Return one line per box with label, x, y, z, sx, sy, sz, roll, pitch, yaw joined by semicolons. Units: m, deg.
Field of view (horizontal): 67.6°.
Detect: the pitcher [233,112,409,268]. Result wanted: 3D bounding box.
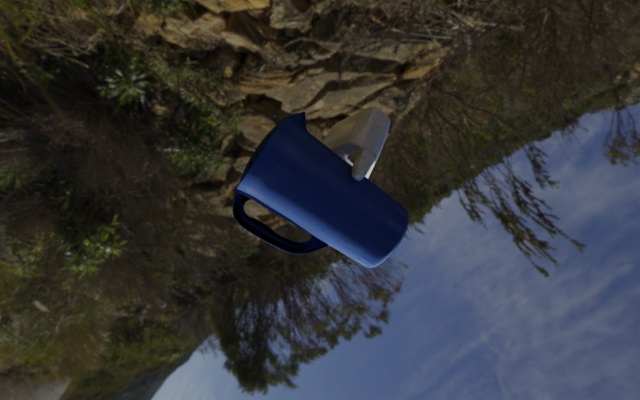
pitcher;0.000;0.002;0.707;0.243;0.145;0.149;35;-41;-9
